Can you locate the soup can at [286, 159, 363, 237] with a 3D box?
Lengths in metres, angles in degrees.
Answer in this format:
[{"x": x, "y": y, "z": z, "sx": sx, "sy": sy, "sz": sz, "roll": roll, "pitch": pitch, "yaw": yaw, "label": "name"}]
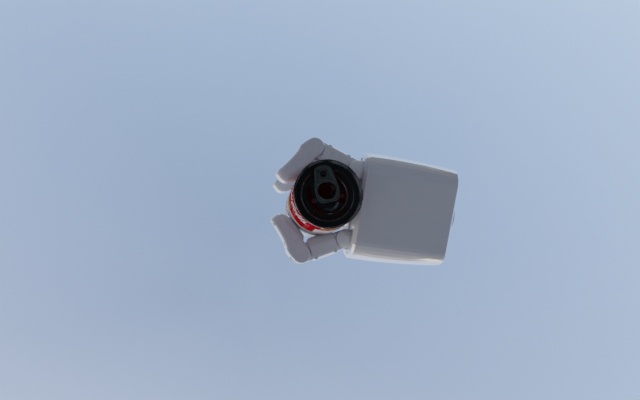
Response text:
[{"x": 0.000, "y": 0.002, "z": 0.504, "sx": 0.068, "sy": 0.068, "sz": 0.102, "roll": 0, "pitch": -10, "yaw": -9, "label": "soup can"}]
